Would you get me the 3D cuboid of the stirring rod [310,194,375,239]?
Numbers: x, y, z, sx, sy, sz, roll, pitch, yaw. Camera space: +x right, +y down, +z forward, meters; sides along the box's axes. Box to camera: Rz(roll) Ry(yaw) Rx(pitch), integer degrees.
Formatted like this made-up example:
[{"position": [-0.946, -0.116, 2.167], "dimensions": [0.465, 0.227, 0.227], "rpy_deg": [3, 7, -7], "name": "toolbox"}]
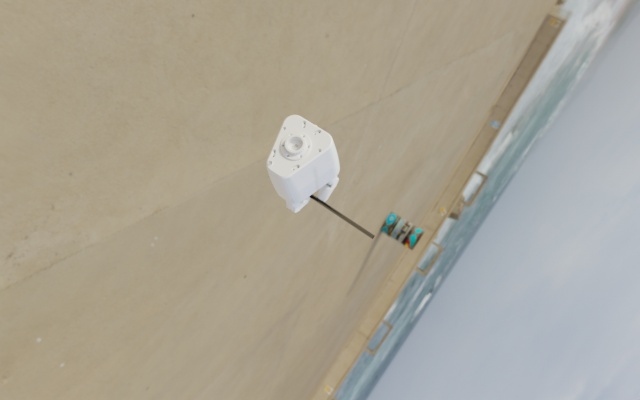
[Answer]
[{"position": [0.000, 0.003, 0.898], "dimensions": [0.239, 0.011, 0.011], "rpy_deg": [34, 11, 17], "name": "stirring rod"}]
